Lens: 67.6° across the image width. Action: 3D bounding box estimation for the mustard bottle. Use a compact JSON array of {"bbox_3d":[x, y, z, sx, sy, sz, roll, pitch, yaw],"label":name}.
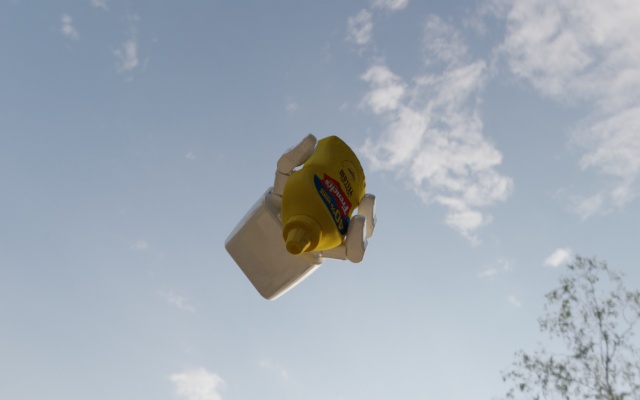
[{"bbox_3d":[0.000,0.002,0.555,0.058,0.096,0.191,-16,22,27],"label":"mustard bottle"}]
